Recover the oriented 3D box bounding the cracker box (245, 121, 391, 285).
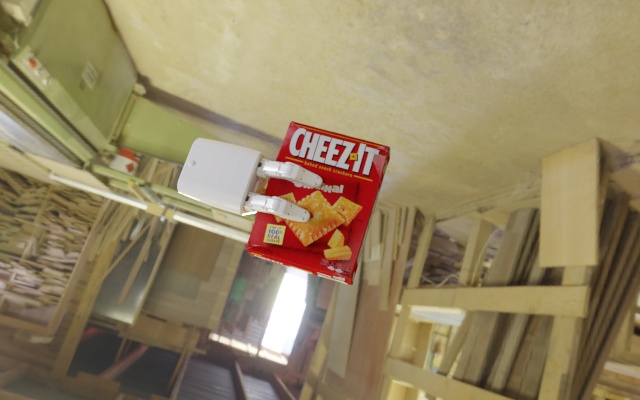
[{"bbox_3d":[0.000,0.003,0.729,0.164,0.213,0.072,16,-13,8],"label":"cracker box"}]
